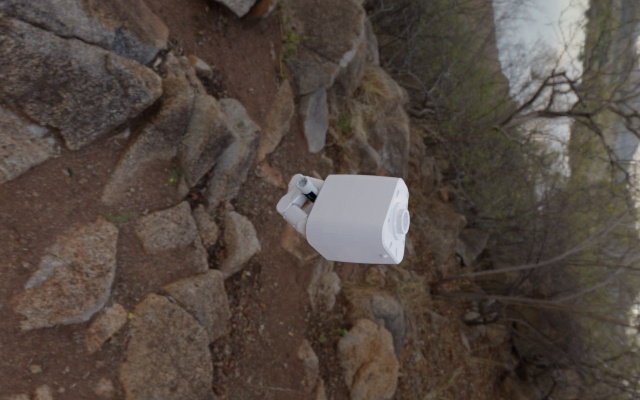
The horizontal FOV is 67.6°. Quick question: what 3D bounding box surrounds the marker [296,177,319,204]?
[{"bbox_3d":[0.000,0.002,0.668,0.020,0.020,0.121,0,-25,26],"label":"marker"}]
